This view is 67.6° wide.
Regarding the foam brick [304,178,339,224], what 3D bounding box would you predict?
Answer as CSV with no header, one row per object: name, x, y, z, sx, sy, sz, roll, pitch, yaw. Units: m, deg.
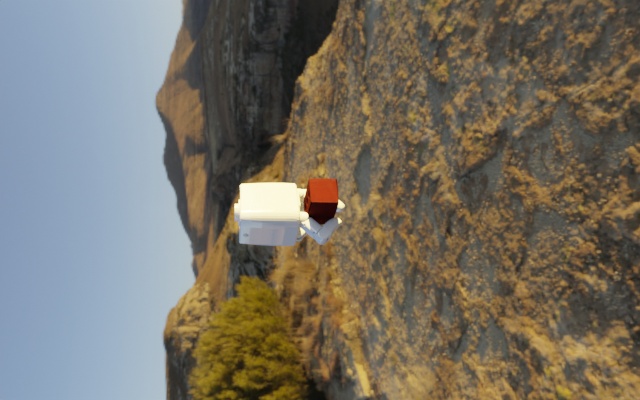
foam brick,0.000,0.003,0.866,0.051,0.053,0.078,2,-34,-9
